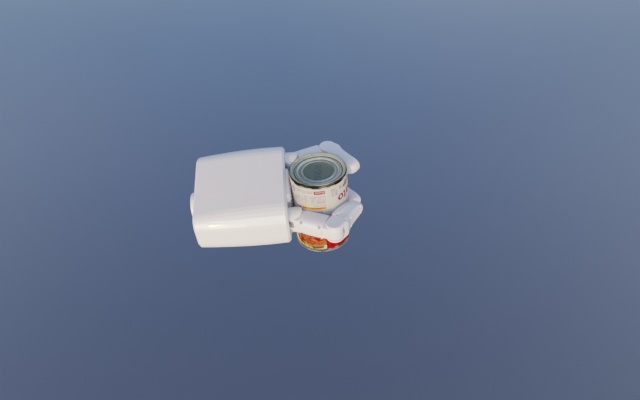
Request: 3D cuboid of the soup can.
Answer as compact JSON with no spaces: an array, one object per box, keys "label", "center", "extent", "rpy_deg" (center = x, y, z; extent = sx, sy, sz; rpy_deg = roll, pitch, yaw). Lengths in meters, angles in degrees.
[{"label":"soup can","center":[0.001,0.002,0.571],"extent":[0.068,0.102,0.068],"rpy_deg":[-3,40,2]}]
